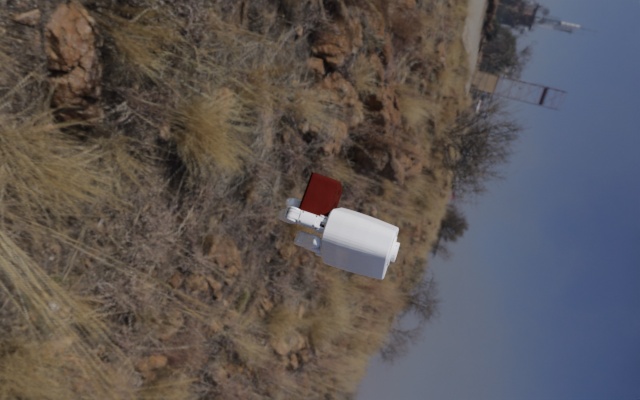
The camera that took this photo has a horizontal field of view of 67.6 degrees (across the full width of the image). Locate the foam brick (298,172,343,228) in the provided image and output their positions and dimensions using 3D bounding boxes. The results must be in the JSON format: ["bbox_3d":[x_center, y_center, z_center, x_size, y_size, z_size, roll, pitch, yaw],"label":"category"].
[{"bbox_3d":[0.000,0.002,0.792,0.051,0.078,0.053,17,-12,13],"label":"foam brick"}]
